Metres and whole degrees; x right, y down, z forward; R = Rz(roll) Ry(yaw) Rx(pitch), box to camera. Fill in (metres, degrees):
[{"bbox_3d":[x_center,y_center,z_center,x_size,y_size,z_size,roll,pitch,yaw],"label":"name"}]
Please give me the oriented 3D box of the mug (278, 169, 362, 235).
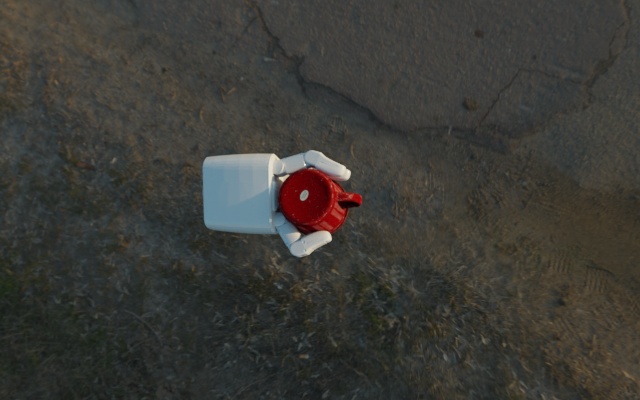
[{"bbox_3d":[0.001,0.002,0.679,0.117,0.093,0.081,-1,-11,12],"label":"mug"}]
